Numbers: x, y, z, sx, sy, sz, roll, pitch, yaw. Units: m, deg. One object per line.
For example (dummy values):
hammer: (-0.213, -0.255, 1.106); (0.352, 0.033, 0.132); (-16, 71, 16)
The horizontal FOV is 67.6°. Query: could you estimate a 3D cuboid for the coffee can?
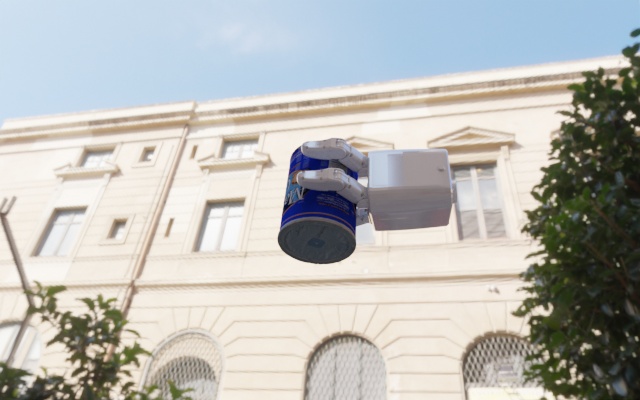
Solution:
coffee can: (0.000, 0.002, 0.659); (0.103, 0.140, 0.103); (3, -38, 3)
